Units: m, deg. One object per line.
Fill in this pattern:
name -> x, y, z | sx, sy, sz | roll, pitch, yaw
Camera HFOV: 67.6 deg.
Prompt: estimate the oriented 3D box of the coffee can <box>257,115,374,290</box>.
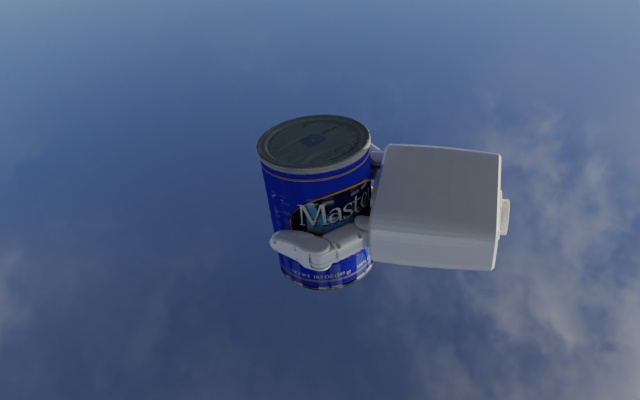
coffee can -> 0.000, 0.001, 0.467 | 0.103, 0.140, 0.102 | -5, 34, 3
